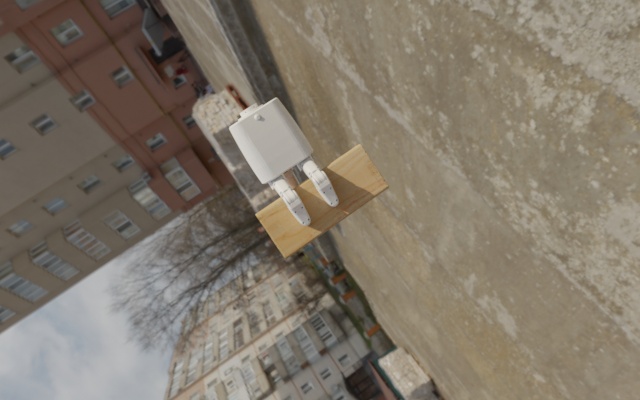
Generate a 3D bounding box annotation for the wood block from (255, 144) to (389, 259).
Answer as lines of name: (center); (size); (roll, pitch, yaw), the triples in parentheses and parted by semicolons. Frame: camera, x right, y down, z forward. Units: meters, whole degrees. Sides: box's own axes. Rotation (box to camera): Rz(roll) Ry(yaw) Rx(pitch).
wood block: (0.000, 0.002, 0.811); (0.206, 0.090, 0.091); (-34, 2, -7)
